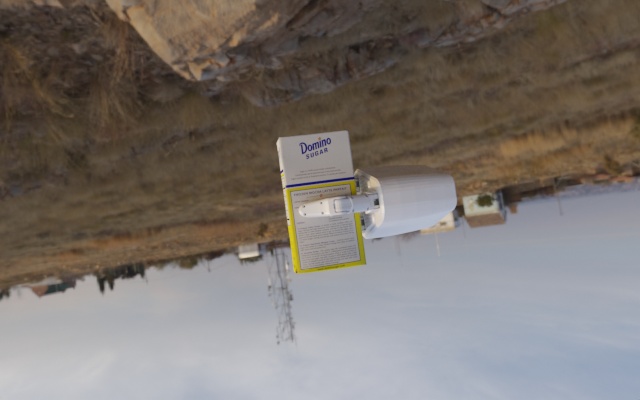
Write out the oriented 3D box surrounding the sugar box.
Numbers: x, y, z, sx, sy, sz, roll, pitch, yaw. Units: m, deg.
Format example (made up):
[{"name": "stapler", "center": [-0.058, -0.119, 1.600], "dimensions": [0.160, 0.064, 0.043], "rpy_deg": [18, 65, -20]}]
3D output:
[{"name": "sugar box", "center": [0.000, 0.002, 0.622], "dimensions": [0.093, 0.176, 0.048], "rpy_deg": [-7, -3, -10]}]
